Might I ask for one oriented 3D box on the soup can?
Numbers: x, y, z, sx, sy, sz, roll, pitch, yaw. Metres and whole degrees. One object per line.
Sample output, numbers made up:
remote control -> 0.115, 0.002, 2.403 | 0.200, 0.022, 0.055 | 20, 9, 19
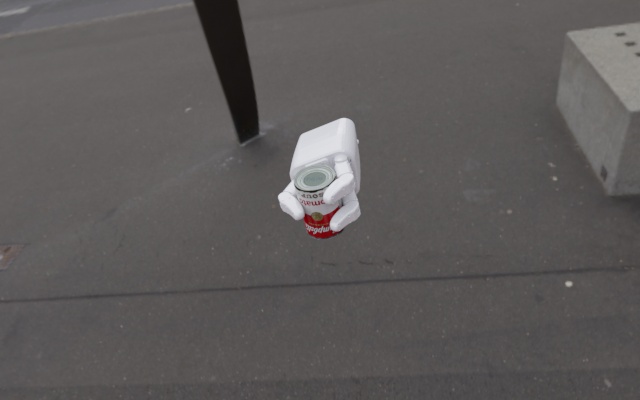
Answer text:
soup can -> 0.000, 0.003, 0.751 | 0.068, 0.102, 0.068 | -8, 40, 7
